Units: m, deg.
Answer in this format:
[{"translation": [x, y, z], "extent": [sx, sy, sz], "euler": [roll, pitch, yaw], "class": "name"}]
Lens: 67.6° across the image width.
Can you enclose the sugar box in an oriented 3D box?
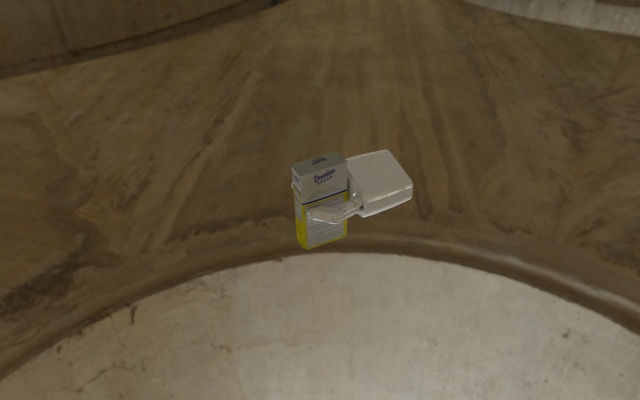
[{"translation": [0.000, 0.003, 0.874], "extent": [0.093, 0.176, 0.048], "euler": [-18, 39, -20], "class": "sugar box"}]
